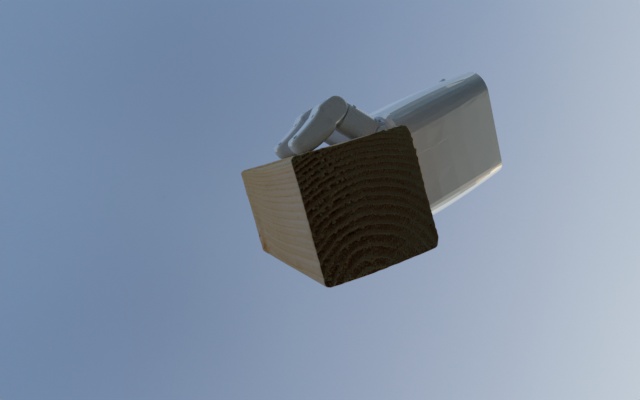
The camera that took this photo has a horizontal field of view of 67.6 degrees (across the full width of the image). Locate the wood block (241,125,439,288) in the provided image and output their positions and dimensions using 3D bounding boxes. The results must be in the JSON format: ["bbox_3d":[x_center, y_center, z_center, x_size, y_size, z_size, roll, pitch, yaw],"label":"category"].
[{"bbox_3d":[0.000,0.002,0.412,0.090,0.091,0.206,-18,6,-17],"label":"wood block"}]
